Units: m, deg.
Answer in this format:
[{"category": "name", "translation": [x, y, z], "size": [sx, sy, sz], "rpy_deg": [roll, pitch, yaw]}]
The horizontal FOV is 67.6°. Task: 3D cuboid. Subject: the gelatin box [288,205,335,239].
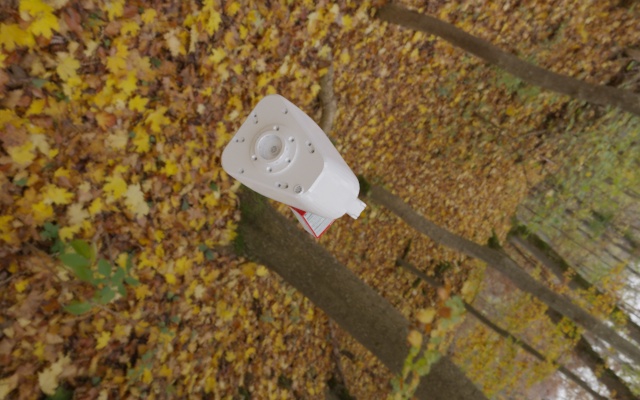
[{"category": "gelatin box", "translation": [0.001, 0.002, 0.631], "size": [0.030, 0.073, 0.089], "rpy_deg": [36, -11, 26]}]
